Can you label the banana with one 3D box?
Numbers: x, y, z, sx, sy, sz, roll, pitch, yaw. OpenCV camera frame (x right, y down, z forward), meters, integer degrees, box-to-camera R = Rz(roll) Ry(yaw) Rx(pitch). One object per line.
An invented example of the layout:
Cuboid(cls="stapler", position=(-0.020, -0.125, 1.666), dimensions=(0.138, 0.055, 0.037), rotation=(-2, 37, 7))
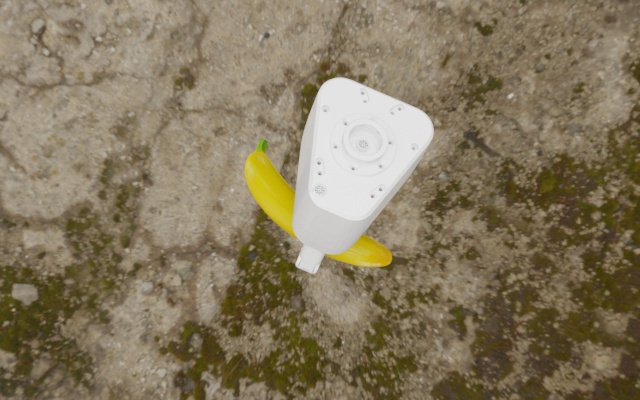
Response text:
Cuboid(cls="banana", position=(-0.015, 0.009, 0.492), dimensions=(0.069, 0.197, 0.037), rotation=(-39, -14, -31))
